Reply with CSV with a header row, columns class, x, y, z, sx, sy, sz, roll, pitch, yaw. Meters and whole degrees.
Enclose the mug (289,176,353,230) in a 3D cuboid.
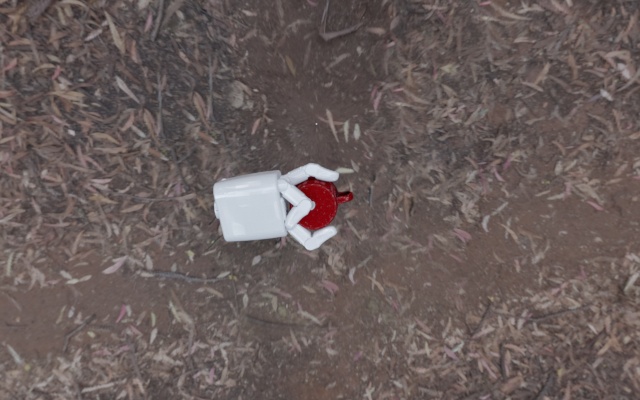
class,x,y,z,sx,sy,sz,roll,pitch,yaw
mug,0.002,0.003,0.840,0.117,0.093,0.081,-8,9,2
